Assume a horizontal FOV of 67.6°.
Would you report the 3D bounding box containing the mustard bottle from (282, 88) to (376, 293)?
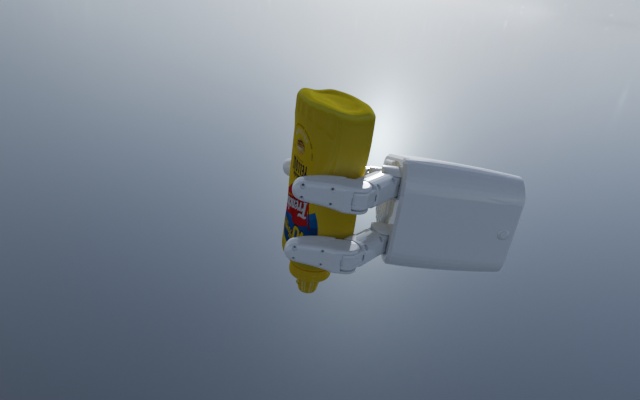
[{"bbox_3d":[0.000,0.001,0.436,0.058,0.192,0.096,-4,27,-24],"label":"mustard bottle"}]
